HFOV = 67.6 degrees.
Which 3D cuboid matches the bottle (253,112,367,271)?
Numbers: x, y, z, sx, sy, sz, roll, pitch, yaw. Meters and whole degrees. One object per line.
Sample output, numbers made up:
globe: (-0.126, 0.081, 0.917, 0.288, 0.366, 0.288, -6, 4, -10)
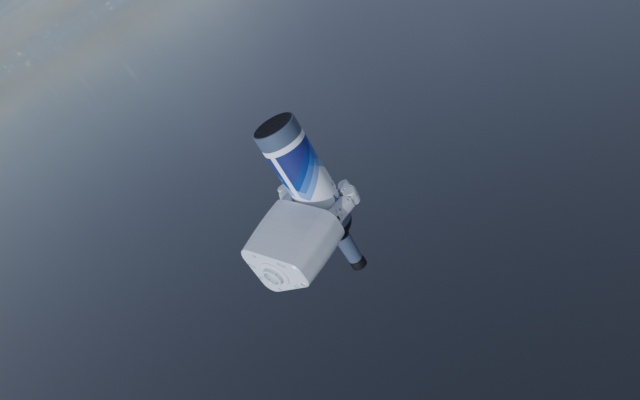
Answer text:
bottle: (0.000, 0.002, 0.744, 0.069, 0.296, 0.069, -23, 31, 15)
